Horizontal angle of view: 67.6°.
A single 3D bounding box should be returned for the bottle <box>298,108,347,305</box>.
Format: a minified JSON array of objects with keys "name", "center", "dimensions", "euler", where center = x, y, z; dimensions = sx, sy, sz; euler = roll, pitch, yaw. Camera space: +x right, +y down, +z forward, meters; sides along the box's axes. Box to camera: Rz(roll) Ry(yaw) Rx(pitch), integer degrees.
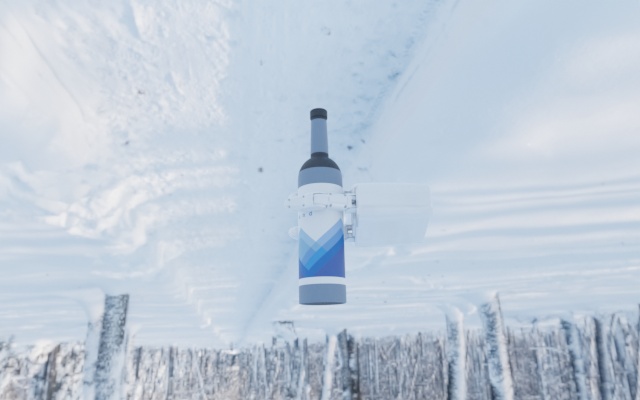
[{"name":"bottle","center":[0.000,0.003,0.705],"dimensions":[0.069,0.295,0.069],"euler":[-1,-16,0]}]
